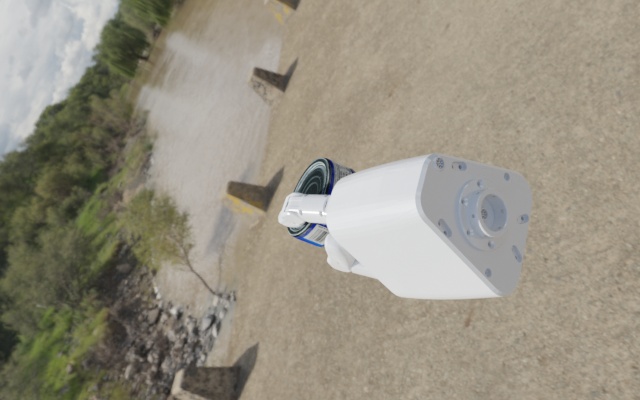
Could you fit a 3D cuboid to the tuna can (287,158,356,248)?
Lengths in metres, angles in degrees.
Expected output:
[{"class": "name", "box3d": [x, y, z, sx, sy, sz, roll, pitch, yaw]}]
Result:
[{"class": "tuna can", "box3d": [0.000, 0.001, 0.474, 0.034, 0.086, 0.086, 23, -9, -23]}]
